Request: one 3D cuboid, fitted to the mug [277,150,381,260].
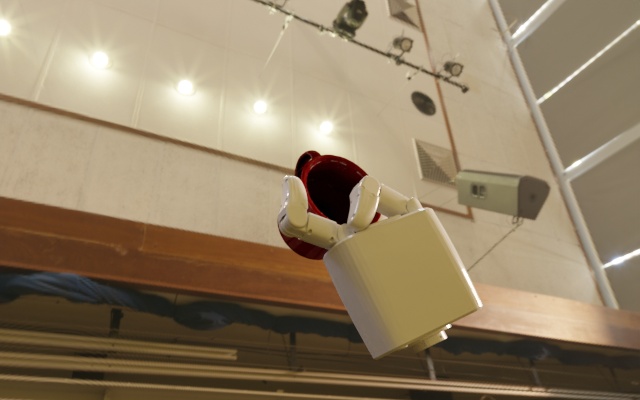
[{"bbox_3d":[-0.001,0.001,0.515,0.093,0.117,0.081,-9,-26,-36],"label":"mug"}]
